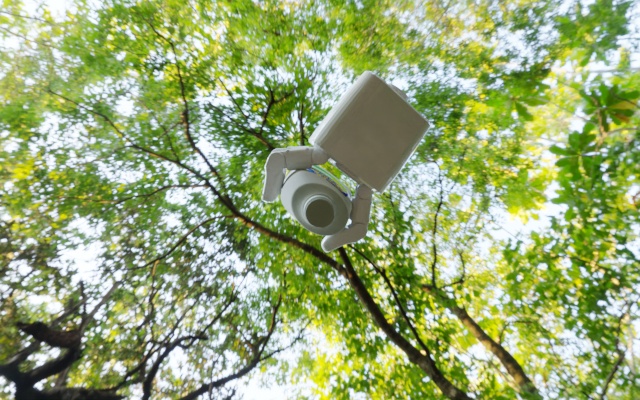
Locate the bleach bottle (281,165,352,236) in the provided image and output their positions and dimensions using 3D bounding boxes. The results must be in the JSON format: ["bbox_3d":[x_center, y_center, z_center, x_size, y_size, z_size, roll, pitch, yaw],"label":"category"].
[{"bbox_3d":[0.000,0.002,0.583,0.102,0.068,0.251,37,4,-7],"label":"bleach bottle"}]
